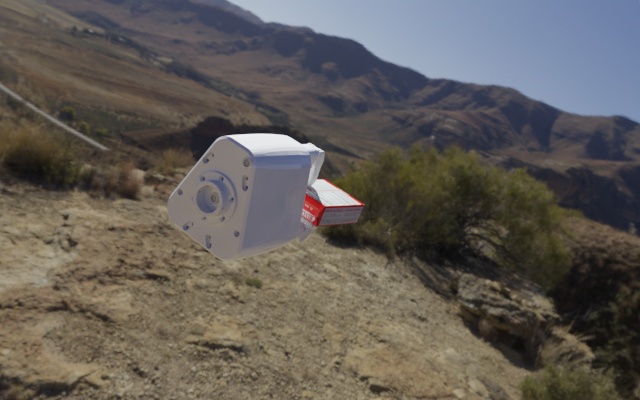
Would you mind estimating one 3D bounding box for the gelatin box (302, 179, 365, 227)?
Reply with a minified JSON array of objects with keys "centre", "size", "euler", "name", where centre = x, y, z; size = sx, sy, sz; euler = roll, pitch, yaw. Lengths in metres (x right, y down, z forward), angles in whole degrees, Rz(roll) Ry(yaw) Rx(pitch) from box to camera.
[{"centre":[0.000,0.002,0.595],"size":[0.073,0.030,0.089],"euler":[34,21,32],"name":"gelatin box"}]
